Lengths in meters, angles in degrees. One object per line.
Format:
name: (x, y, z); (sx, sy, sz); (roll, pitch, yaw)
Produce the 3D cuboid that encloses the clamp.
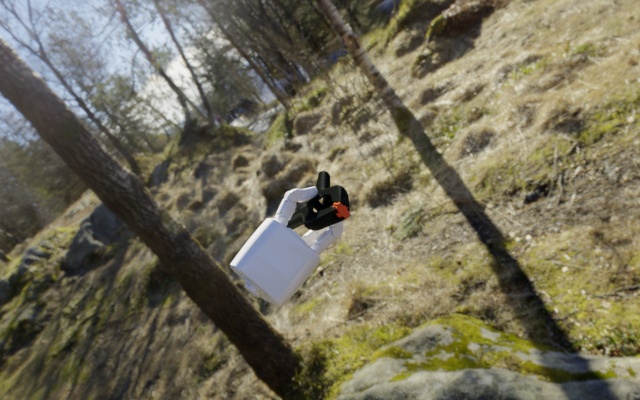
clamp: (0.000, 0.002, 0.858); (0.036, 0.164, 0.210); (45, -21, -20)
